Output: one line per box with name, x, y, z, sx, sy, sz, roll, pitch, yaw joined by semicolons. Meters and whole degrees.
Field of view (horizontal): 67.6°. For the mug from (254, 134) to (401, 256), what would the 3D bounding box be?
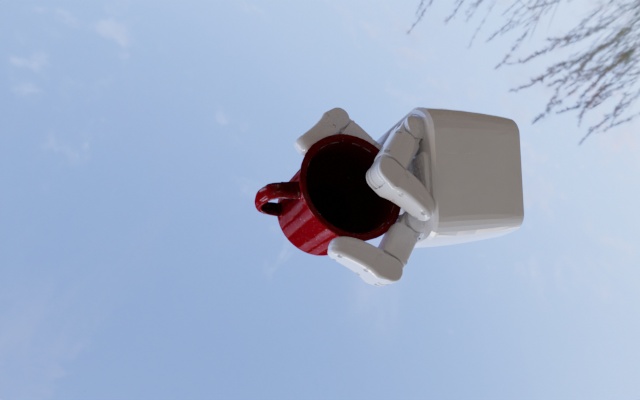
mug;-0.001;0.002;0.415;0.117;0.093;0.081;-1;-19;-25
